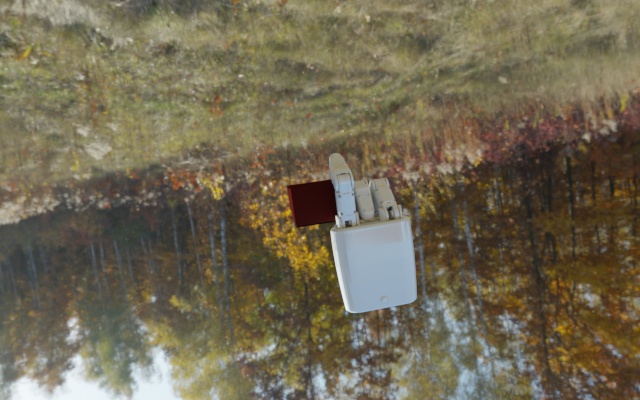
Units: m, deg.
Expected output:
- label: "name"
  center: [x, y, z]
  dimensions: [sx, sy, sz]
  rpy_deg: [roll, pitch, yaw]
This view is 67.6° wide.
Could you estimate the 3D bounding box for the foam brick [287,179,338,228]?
- label: "foam brick"
  center: [0.000, 0.002, 0.613]
  dimensions: [0.078, 0.051, 0.053]
  rpy_deg: [-8, 7, -6]
